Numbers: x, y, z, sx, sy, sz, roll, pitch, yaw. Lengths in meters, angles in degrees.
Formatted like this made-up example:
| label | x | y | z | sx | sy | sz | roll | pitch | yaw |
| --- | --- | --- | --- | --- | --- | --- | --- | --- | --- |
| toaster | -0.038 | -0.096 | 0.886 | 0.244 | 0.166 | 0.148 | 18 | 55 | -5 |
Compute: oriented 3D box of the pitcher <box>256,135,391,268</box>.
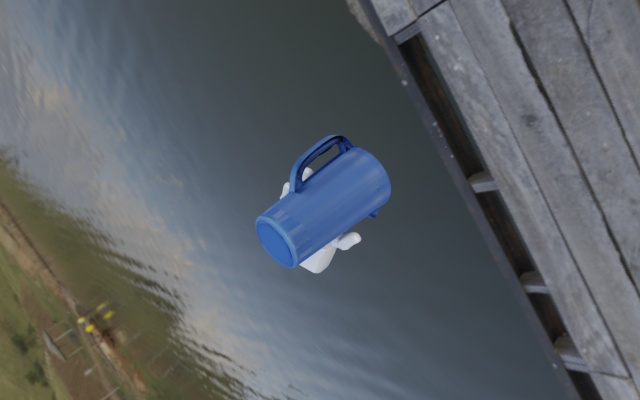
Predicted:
| label | x | y | z | sx | sy | sz | roll | pitch | yaw |
| --- | --- | --- | --- | --- | --- | --- | --- | --- | --- |
| pitcher | 0.000 | 0.003 | 0.864 | 0.242 | 0.149 | 0.145 | -37 | -19 | -30 |
